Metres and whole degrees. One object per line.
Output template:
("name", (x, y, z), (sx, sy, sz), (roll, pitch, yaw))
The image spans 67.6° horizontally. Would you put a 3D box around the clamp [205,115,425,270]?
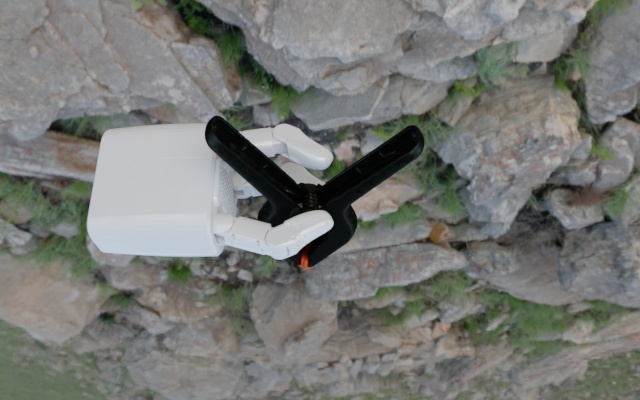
("clamp", (0.000, 0.002, 0.428), (0.164, 0.036, 0.210), (-1, -35, 2))
